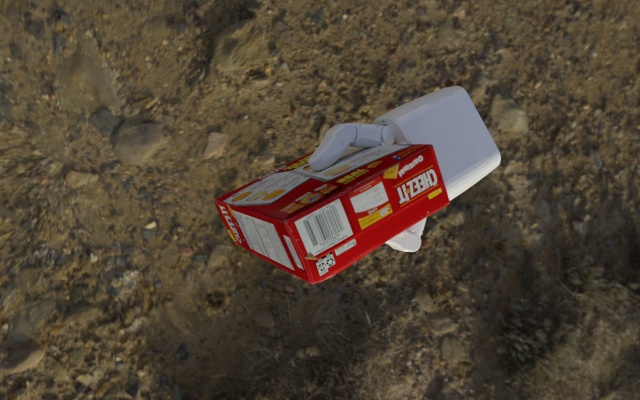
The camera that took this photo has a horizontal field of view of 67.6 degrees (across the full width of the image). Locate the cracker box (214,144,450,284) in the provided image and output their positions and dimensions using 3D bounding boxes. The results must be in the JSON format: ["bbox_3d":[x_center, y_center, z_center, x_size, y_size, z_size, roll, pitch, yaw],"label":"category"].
[{"bbox_3d":[0.000,0.002,0.508,0.164,0.072,0.213,-28,17,-23],"label":"cracker box"}]
